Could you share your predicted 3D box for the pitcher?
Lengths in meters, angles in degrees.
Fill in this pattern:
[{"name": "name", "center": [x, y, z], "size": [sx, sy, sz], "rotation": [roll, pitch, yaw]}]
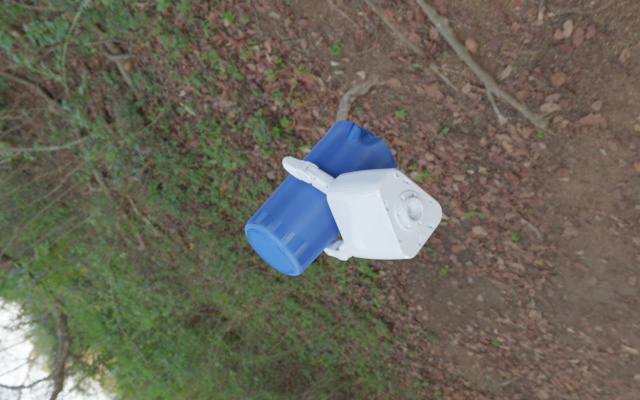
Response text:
[{"name": "pitcher", "center": [0.000, 0.002, 0.752], "size": [0.242, 0.149, 0.145], "rotation": [-47, 24, -25]}]
